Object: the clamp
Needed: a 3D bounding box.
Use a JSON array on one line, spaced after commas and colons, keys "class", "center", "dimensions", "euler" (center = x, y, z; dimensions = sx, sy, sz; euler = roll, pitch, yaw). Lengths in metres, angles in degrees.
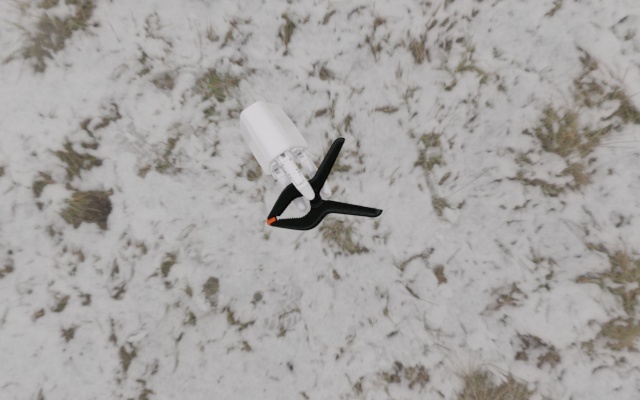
[{"class": "clamp", "center": [-0.001, 0.003, 0.889], "dimensions": [0.210, 0.164, 0.036], "euler": [-34, -9, 2]}]
